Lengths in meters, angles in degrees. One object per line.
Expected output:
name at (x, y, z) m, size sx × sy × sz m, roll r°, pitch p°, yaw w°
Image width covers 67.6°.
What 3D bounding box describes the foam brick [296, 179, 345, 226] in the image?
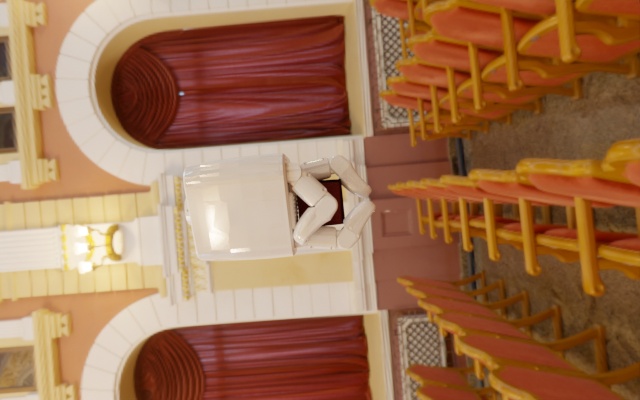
foam brick at (0.000, 0.002, 0.564) m, size 0.051 × 0.053 × 0.078 m, roll -6°, pitch 1°, yaw 1°
